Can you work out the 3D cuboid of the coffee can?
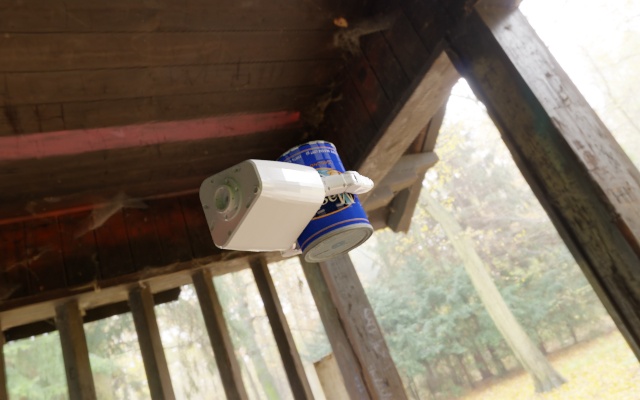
[{"bbox_3d":[0.000,0.002,0.674,0.103,0.140,0.103,-20,-22,-8],"label":"coffee can"}]
